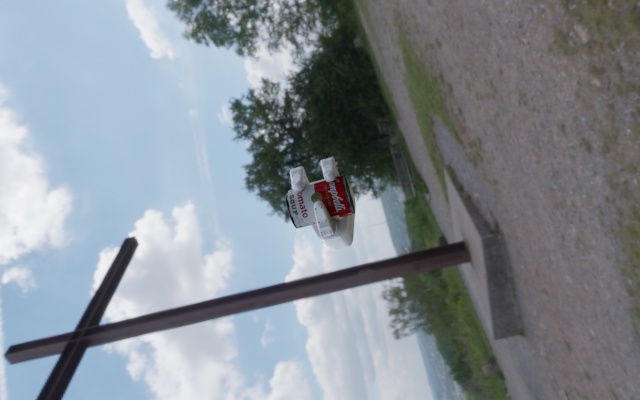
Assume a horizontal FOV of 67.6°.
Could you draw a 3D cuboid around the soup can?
[{"bbox_3d":[0.000,0.003,0.797,0.102,0.068,0.068,-15,-2,8],"label":"soup can"}]
